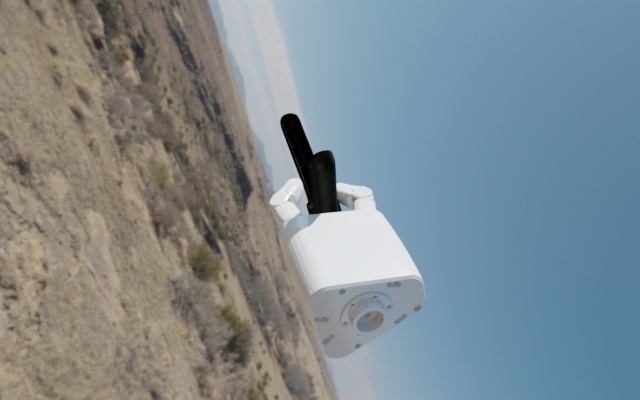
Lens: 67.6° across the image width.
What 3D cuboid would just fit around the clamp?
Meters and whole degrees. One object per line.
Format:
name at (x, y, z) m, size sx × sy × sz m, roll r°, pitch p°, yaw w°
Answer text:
clamp at (0.001, 0.002, 0.567) m, size 0.036 × 0.210 × 0.164 m, roll -19°, pitch 34°, yaw -7°
